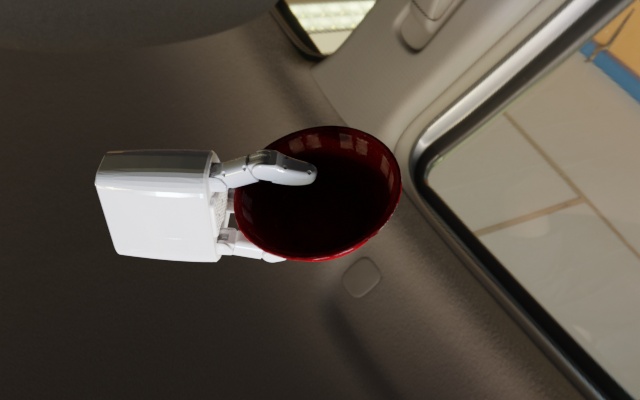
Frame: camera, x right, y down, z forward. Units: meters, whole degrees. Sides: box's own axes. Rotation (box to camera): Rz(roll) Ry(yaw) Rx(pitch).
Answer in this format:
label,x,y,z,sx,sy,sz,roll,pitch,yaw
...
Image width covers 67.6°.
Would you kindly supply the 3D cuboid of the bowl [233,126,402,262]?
label,x,y,z,sx,sy,sz,roll,pitch,yaw
bowl,0.001,0.002,0.468,0.162,0.162,0.055,0,-38,14
